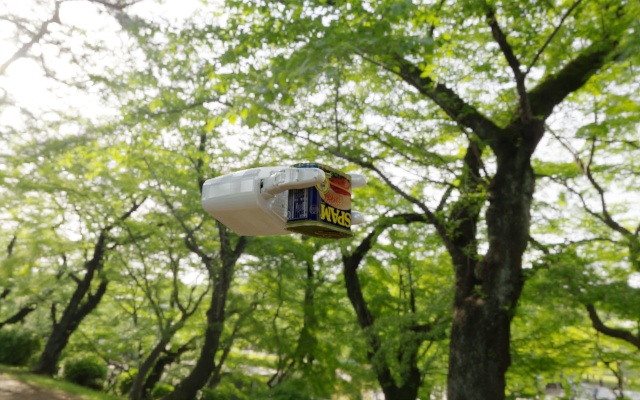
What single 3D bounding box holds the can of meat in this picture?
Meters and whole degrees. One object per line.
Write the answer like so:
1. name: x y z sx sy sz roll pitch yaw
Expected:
1. can of meat: 0.000 0.002 0.633 0.057 0.084 0.102 -9 -17 36
